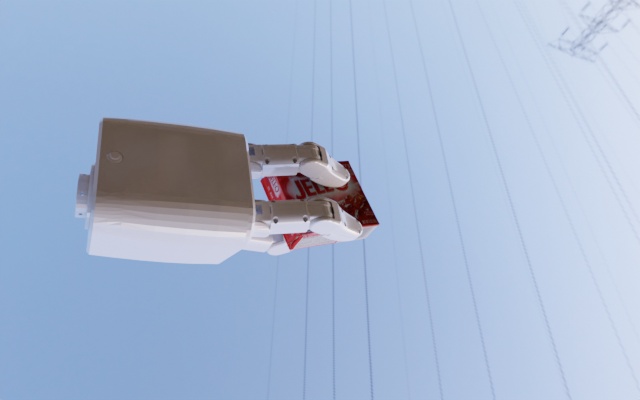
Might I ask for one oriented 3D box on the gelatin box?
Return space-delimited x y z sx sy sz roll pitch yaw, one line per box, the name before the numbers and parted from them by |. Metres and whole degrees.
gelatin box | 0.000 0.002 0.428 0.089 0.073 0.030 -5 -31 -36
